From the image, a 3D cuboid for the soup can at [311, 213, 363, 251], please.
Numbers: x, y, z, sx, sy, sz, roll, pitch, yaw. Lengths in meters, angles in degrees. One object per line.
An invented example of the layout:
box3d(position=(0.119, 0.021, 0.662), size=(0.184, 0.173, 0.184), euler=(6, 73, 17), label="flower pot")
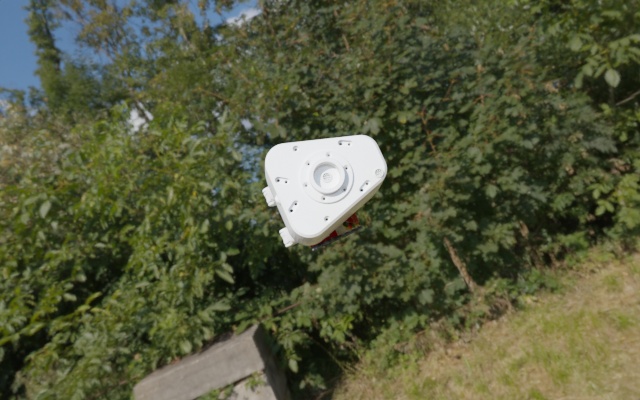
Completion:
box3d(position=(0.000, 0.002, 0.587), size=(0.068, 0.102, 0.068), euler=(-24, -5, -2), label="soup can")
